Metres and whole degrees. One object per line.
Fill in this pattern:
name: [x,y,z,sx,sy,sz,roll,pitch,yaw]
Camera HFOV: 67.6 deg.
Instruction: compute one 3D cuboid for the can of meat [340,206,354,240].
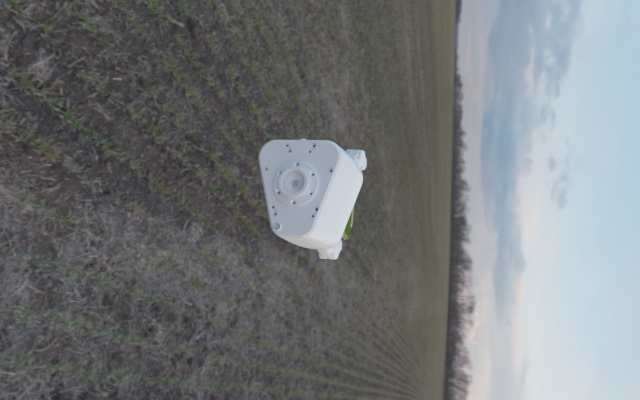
can of meat: [0.000,0.002,0.647,0.084,0.102,0.057,2,-13,16]
